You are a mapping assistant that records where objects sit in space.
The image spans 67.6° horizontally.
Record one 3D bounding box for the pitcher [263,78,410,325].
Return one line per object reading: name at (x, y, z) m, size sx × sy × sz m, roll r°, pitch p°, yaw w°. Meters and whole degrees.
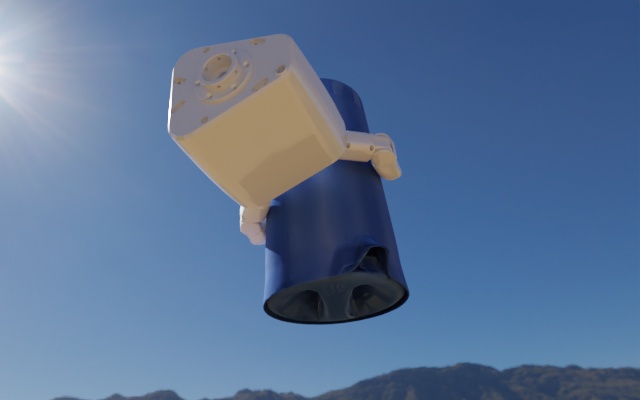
pitcher at (0.000, 0.002, 0.499) m, size 0.149 × 0.242 × 0.145 m, roll -16°, pitch -32°, yaw 17°
